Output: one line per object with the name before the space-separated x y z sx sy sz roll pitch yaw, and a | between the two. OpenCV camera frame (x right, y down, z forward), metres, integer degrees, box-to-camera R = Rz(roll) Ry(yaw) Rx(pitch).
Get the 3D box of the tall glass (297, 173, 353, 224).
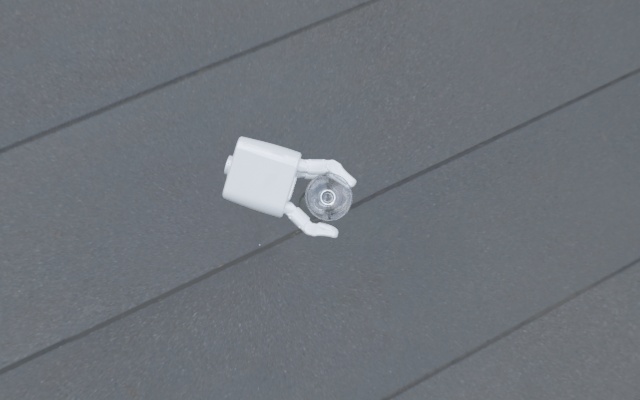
tall glass | 0.000 0.003 0.834 0.079 0.079 0.201 0 -5 -7
